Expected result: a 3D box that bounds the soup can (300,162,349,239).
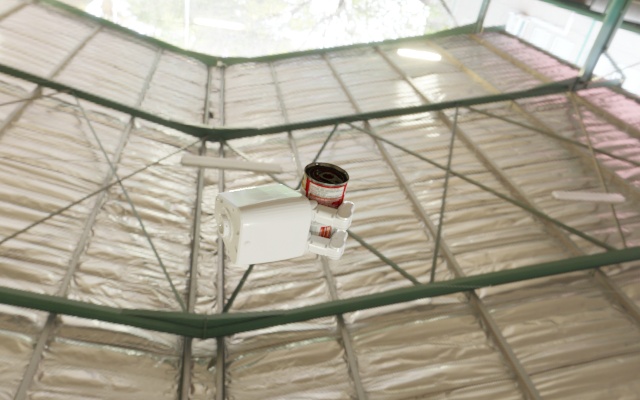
[{"bbox_3d":[0.000,0.002,0.724,0.068,0.102,0.068,9,30,-5],"label":"soup can"}]
